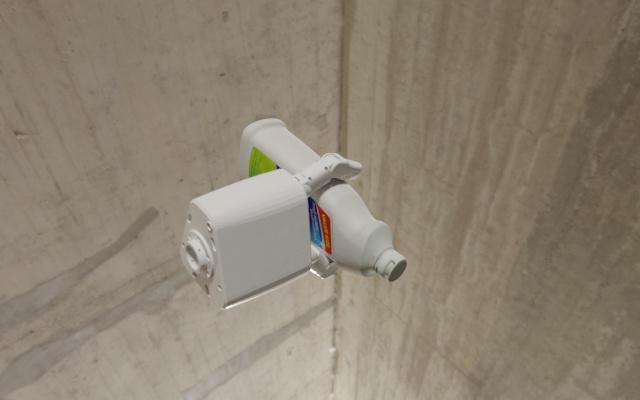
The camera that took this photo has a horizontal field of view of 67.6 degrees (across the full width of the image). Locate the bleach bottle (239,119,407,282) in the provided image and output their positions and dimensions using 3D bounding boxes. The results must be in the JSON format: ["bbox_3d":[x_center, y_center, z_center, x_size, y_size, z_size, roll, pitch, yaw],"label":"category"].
[{"bbox_3d":[0.000,0.002,0.556,0.068,0.103,0.250,-20,44,-37],"label":"bleach bottle"}]
